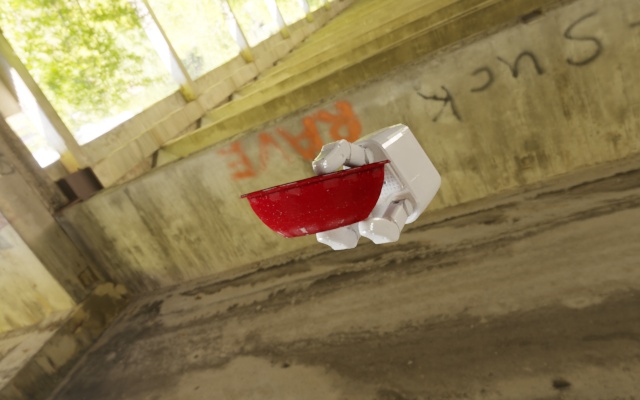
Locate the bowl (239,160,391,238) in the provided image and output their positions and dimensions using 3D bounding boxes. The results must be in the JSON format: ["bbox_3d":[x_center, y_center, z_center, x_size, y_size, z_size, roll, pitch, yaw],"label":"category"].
[{"bbox_3d":[-0.001,0.002,0.502,0.162,0.055,0.162,-13,2,0],"label":"bowl"}]
